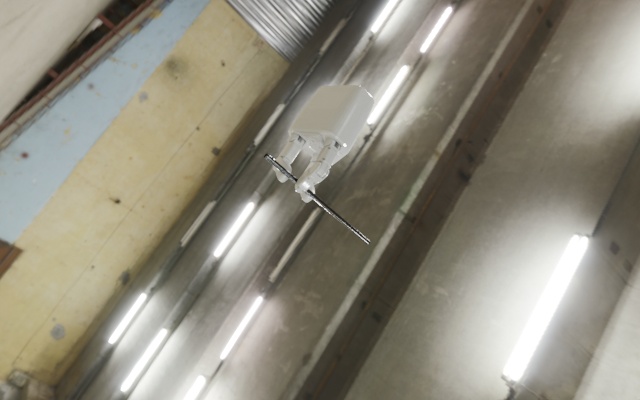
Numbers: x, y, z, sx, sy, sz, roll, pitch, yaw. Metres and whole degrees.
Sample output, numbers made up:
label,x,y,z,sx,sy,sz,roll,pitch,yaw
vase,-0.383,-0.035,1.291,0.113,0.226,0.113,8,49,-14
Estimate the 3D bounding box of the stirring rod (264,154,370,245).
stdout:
label,x,y,z,sx,sy,sz,roll,pitch,yaw
stirring rod,0.000,0.002,0.770,0.240,0.011,0.011,40,-20,-26
